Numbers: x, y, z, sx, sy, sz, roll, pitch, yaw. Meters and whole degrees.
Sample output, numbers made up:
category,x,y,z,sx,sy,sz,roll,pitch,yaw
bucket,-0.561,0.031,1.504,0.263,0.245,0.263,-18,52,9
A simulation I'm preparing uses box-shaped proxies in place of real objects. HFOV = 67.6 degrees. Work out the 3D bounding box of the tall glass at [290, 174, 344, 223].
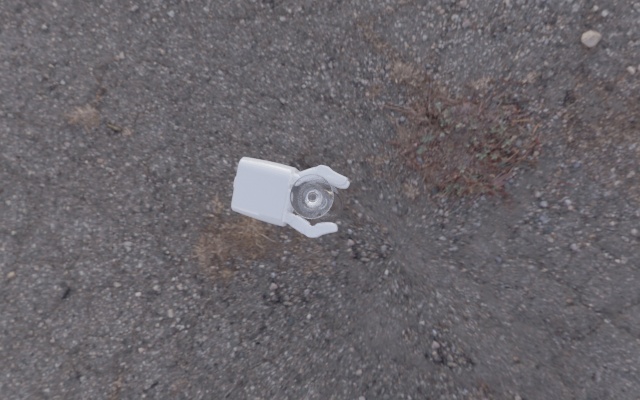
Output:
category,x,y,z,sx,sy,sz,roll,pitch,yaw
tall glass,0.000,0.003,0.887,0.079,0.079,0.201,0,-6,9
